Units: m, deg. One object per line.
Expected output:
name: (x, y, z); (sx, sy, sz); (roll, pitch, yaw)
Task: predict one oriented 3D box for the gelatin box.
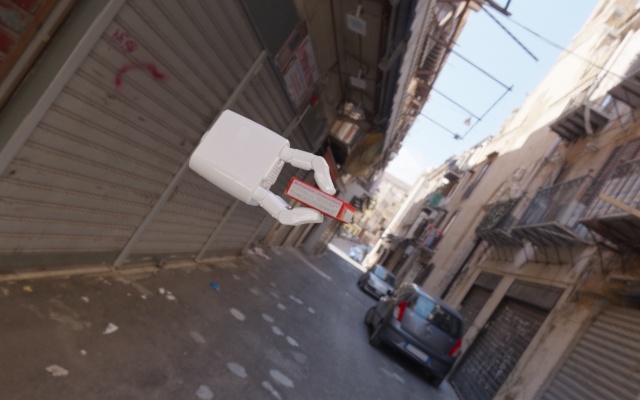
gelatin box: (0.001, 0.002, 0.698); (0.089, 0.030, 0.073); (25, -2, 18)
